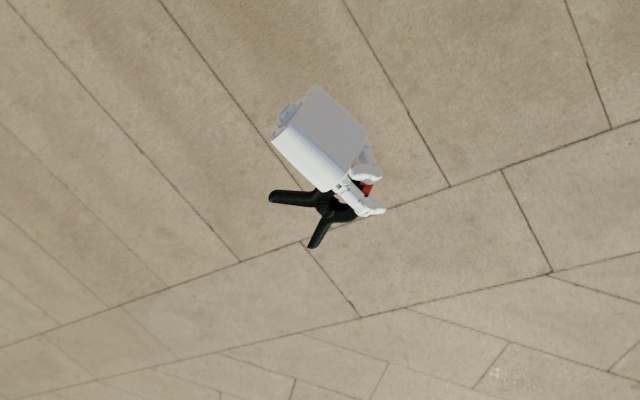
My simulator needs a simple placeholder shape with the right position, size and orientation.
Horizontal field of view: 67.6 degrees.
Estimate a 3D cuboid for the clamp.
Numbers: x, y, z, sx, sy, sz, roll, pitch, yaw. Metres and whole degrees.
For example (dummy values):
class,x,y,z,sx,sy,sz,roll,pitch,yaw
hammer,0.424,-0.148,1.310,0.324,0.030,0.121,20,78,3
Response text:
class,x,y,z,sx,sy,sz,roll,pitch,yaw
clamp,0.000,0.003,0.741,0.171,0.120,0.039,-36,21,35
